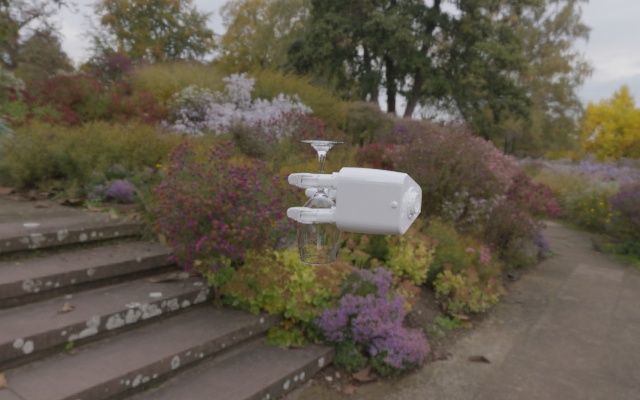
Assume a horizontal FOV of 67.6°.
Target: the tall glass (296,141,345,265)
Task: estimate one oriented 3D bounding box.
[{"bbox_3d":[0.000,0.002,0.795,0.079,0.201,0.079,2,6,0],"label":"tall glass"}]
